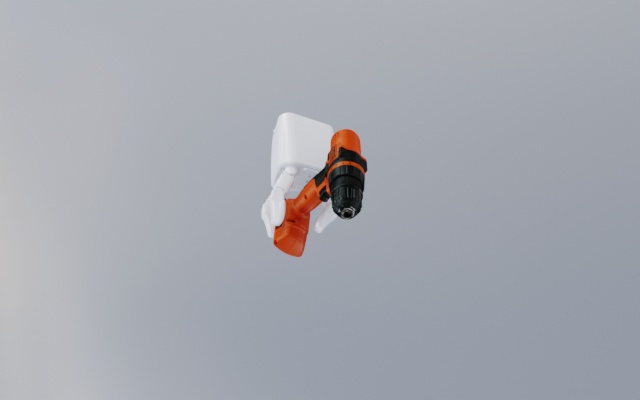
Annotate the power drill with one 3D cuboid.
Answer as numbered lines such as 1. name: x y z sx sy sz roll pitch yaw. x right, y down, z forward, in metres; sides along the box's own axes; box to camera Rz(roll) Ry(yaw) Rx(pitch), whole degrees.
1. power drill: 0.000 0.002 0.717 0.057 0.184 0.188 30 -55 -19
